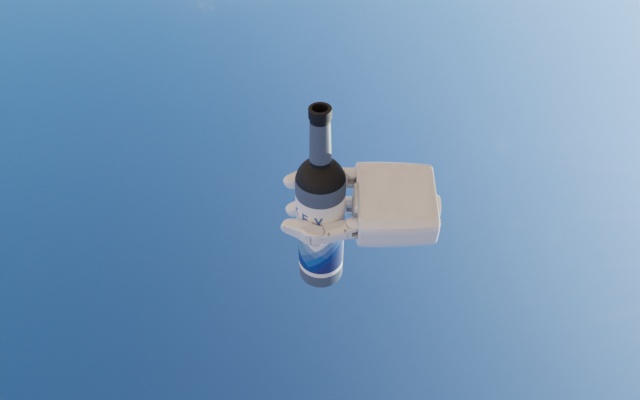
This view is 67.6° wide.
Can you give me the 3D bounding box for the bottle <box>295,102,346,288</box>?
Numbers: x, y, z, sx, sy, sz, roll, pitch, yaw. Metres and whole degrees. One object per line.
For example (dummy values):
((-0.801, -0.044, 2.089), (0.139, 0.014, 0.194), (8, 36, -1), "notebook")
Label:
((0.000, 0.002, 0.640), (0.069, 0.296, 0.069), (0, 44, 0), "bottle")
